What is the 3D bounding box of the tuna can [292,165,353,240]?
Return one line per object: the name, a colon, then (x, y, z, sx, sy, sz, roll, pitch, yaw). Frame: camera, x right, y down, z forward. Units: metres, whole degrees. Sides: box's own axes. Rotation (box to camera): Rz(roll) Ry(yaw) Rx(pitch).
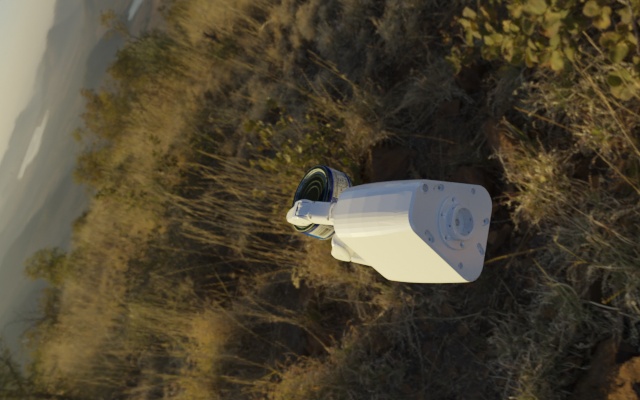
tuna can: (0.000, 0.002, 0.570, 0.034, 0.086, 0.086, 19, -9, -29)
